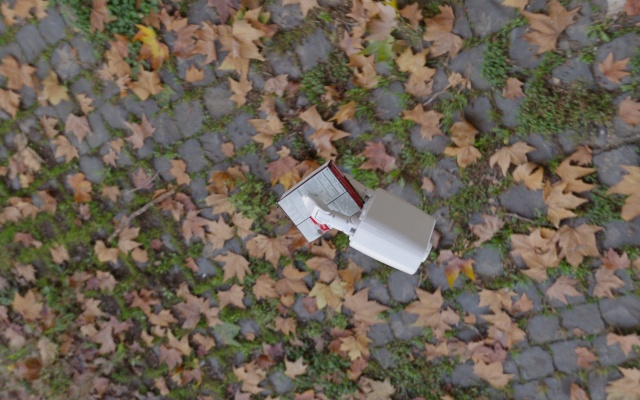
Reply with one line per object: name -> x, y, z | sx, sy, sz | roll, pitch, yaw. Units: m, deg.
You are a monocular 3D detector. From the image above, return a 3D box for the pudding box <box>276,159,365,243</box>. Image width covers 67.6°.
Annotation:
pudding box -> 0.000, 0.003, 0.760 | 0.113, 0.090, 0.039 | -35, 8, 21
